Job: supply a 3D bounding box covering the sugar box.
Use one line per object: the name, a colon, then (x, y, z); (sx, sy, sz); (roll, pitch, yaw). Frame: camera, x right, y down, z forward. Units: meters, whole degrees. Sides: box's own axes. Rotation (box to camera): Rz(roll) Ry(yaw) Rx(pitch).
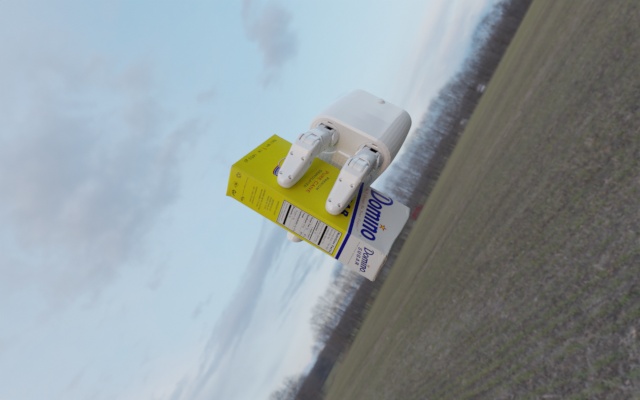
sugar box: (0.000, 0.001, 0.497); (0.176, 0.048, 0.093); (27, 37, 10)
